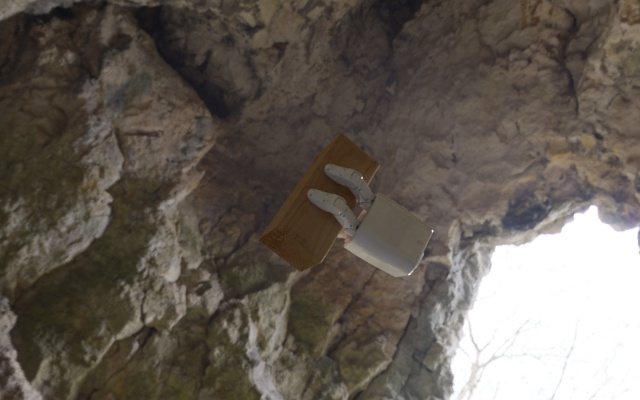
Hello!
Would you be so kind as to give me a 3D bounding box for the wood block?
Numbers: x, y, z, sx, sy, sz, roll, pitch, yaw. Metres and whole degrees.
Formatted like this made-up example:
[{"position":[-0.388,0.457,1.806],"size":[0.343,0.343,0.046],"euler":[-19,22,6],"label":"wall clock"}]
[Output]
[{"position":[0.000,0.003,0.786],"size":[0.090,0.206,0.091],"euler":[38,-29,-9],"label":"wood block"}]
